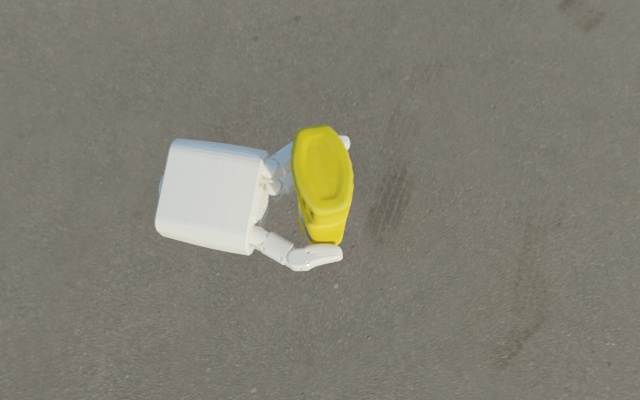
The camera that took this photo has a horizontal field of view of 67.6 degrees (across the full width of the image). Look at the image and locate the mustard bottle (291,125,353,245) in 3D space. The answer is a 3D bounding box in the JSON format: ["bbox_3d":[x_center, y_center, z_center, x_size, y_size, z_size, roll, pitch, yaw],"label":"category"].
[{"bbox_3d":[0.000,0.002,0.536,0.058,0.096,0.192,-12,-20,-5],"label":"mustard bottle"}]
